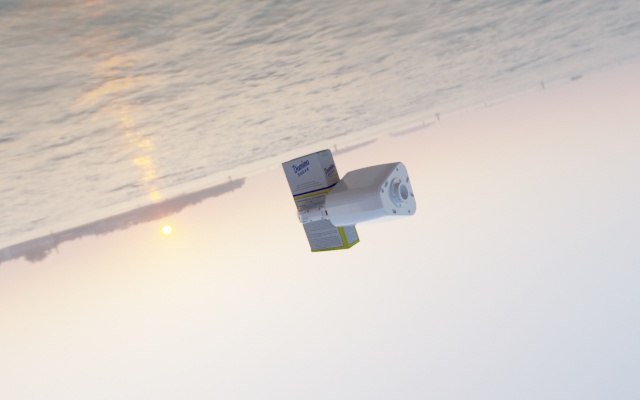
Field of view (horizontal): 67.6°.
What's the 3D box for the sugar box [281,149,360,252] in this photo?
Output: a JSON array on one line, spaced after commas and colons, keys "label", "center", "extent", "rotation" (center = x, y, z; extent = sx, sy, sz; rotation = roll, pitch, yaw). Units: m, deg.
[{"label": "sugar box", "center": [0.001, 0.003, 0.854], "extent": [0.093, 0.176, 0.048], "rotation": [-11, 8, 41]}]
